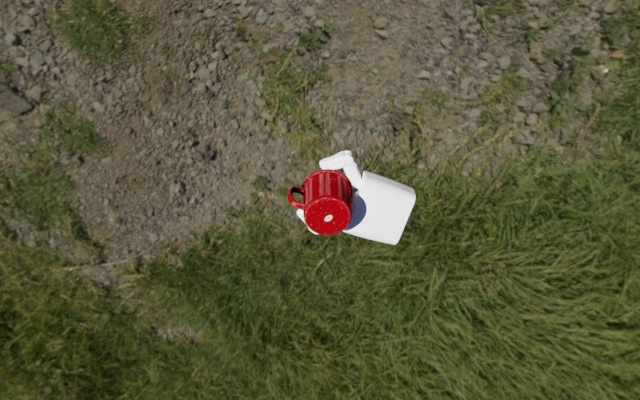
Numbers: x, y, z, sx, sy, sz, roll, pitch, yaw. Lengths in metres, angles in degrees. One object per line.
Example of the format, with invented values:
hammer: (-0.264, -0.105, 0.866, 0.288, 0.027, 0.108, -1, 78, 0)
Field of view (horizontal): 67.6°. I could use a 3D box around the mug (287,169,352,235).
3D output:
mug: (-0.001, 0.002, 0.823, 0.117, 0.093, 0.081, 15, 32, -11)
